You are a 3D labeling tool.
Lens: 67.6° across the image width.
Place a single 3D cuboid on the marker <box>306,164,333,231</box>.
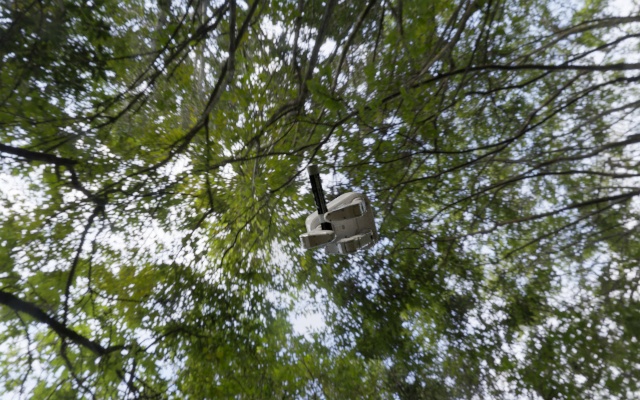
[{"bbox_3d":[0.000,0.002,0.758,0.020,0.121,0.020,-13,4,1],"label":"marker"}]
